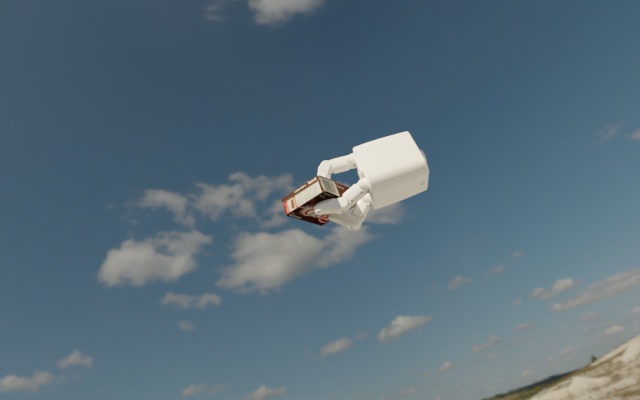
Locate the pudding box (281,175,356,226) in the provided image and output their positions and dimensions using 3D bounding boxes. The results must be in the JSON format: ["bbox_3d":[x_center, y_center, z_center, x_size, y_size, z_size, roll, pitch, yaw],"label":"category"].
[{"bbox_3d":[0.000,0.003,0.853,0.090,0.039,0.113,-33,-31,25],"label":"pudding box"}]
